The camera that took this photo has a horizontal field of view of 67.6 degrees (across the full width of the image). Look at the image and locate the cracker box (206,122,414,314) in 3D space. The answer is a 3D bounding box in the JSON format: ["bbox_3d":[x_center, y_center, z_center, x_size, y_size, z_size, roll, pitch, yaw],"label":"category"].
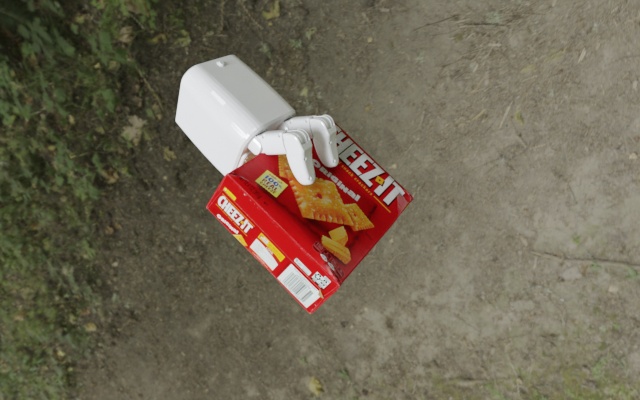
[{"bbox_3d":[0.000,0.002,0.569,0.213,0.164,0.072,-40,-6,-49],"label":"cracker box"}]
